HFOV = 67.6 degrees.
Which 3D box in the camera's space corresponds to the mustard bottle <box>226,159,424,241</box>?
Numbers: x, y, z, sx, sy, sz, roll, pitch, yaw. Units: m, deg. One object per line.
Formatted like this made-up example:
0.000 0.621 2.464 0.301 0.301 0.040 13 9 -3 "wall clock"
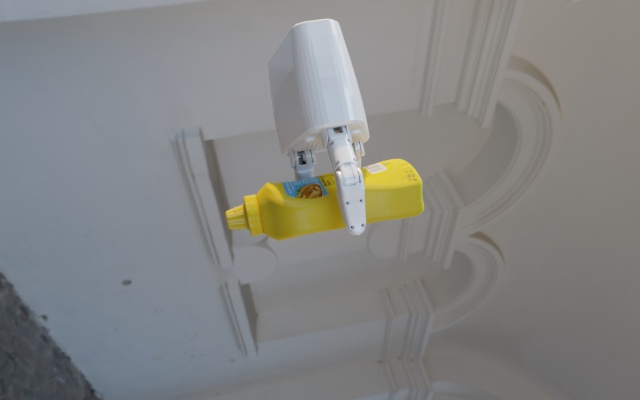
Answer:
0.000 0.002 0.487 0.191 0.058 0.096 -10 18 -8 "mustard bottle"
